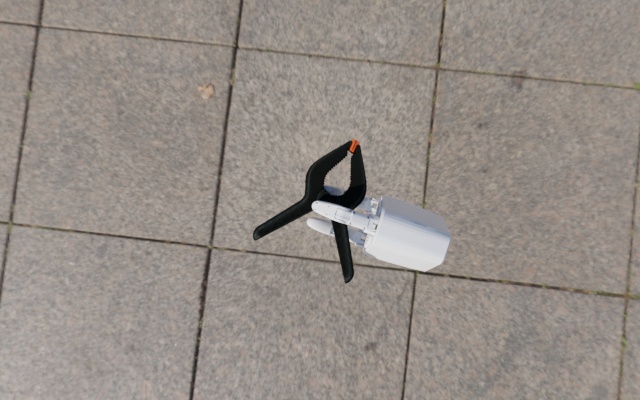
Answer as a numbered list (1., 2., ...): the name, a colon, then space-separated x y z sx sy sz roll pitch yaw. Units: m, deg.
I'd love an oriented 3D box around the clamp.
1. clamp: 0.001 0.002 0.723 0.164 0.210 0.036 18 -1 0
